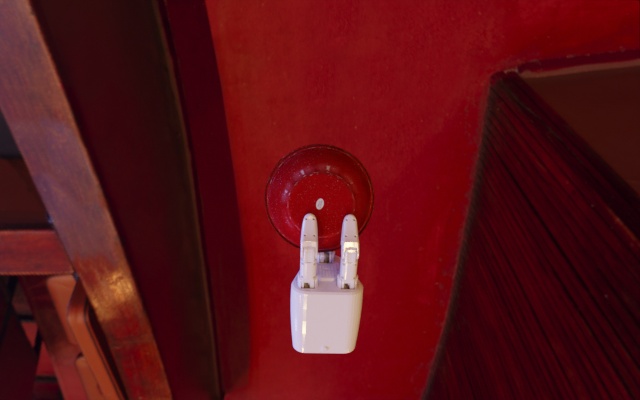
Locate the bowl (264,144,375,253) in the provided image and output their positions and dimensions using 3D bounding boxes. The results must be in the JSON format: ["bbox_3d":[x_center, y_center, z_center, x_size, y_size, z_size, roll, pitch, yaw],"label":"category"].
[{"bbox_3d":[0.000,0.001,0.671,0.162,0.162,0.055,0,9,-2],"label":"bowl"}]
